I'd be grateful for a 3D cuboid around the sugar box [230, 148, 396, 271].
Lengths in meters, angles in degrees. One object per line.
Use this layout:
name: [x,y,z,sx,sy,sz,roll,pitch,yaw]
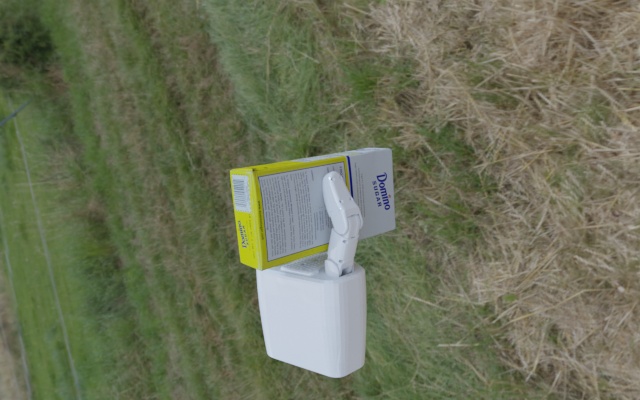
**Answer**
sugar box: [0.000,0.002,0.485,0.176,0.093,0.048,-13,14,-39]
